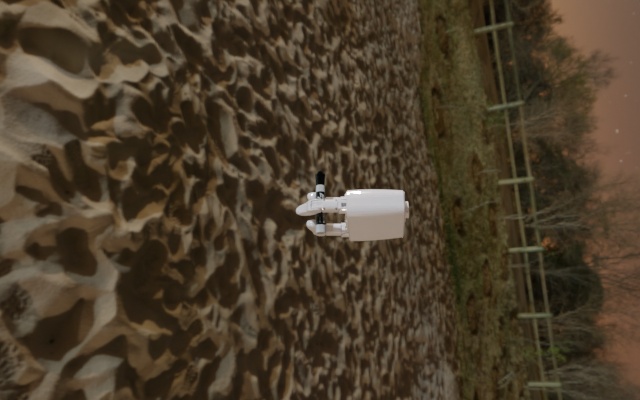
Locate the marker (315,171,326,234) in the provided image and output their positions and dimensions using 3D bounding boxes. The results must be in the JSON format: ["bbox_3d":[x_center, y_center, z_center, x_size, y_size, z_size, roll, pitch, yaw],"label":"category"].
[{"bbox_3d":[0.000,0.003,0.895,0.020,0.121,0.020,-1,-17,0],"label":"marker"}]
